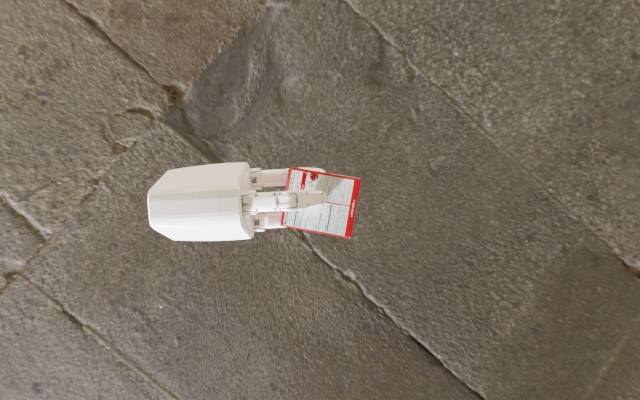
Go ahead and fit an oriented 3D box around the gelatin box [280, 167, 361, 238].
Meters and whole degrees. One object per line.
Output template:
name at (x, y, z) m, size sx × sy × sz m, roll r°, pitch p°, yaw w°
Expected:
gelatin box at (0.000, 0.002, 0.583) m, size 0.089 × 0.073 × 0.030 m, roll 10°, pitch 3°, yaw 3°
